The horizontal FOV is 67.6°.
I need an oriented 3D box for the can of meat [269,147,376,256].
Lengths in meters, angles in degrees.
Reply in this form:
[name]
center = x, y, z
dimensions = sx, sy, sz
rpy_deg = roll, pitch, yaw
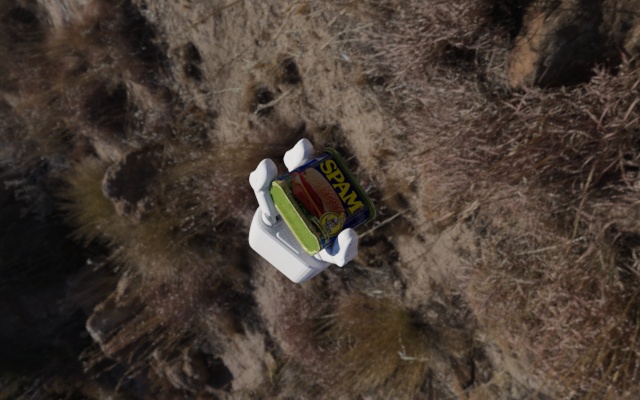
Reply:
[can of meat]
center = 0.000, 0.002, 0.560
dimensions = 0.084, 0.102, 0.057
rpy_deg = -32, -7, -24
